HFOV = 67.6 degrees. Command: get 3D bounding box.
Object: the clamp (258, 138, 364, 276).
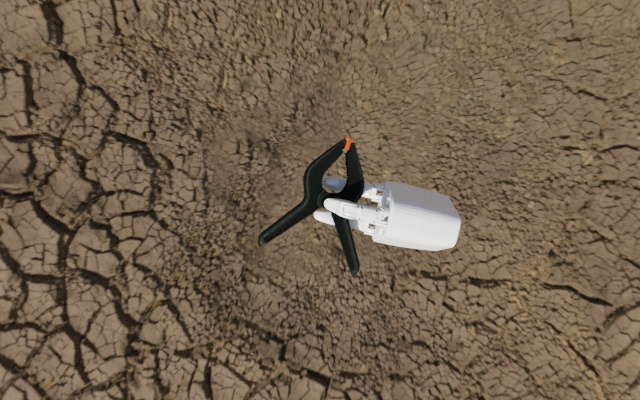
[{"bbox_3d":[0.001,0.002,0.734,0.164,0.210,0.036,11,7,-7],"label":"clamp"}]
